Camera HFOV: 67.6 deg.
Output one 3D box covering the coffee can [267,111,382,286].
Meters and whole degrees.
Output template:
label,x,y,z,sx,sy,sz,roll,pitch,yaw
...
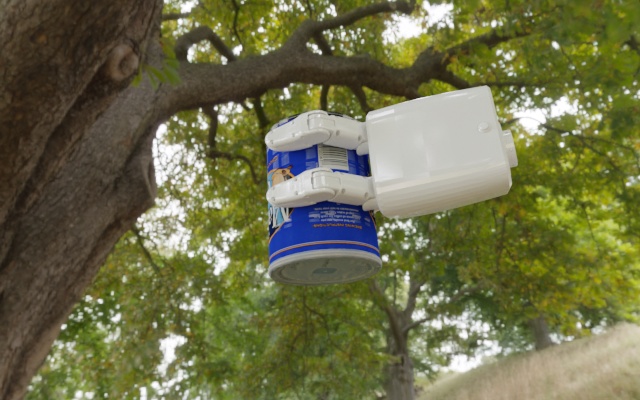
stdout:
label,x,y,z,sx,sy,sz,roll,pitch,yaw
coffee can,0.000,0.002,0.458,0.103,0.140,0.103,-3,-23,-1
